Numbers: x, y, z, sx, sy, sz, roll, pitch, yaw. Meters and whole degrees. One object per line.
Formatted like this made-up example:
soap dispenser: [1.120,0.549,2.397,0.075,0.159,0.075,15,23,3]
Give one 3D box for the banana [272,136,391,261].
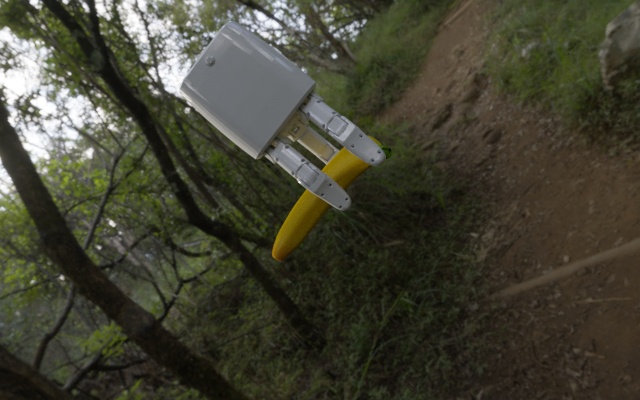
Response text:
banana: [0.006,-0.009,0.536,0.037,0.198,0.069,38,31,-7]
